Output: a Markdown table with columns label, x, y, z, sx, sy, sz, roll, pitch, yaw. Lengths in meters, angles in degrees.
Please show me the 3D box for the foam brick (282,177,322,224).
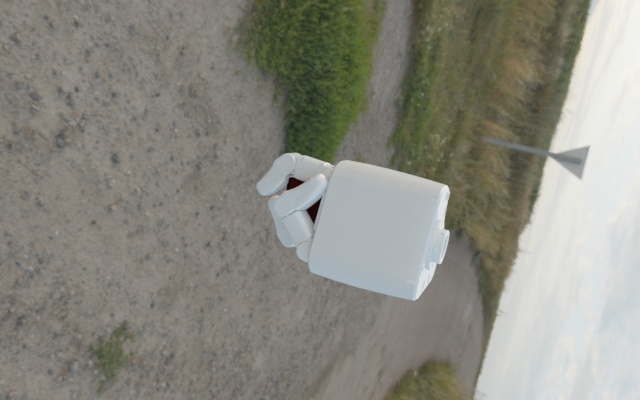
| label | x | y | z | sx | sy | sz | roll | pitch | yaw |
| --- | --- | --- | --- | --- | --- | --- | --- | --- | --- |
| foam brick | 0.000 | 0.002 | 0.527 | 0.051 | 0.053 | 0.078 | 14 | 13 | 22 |
